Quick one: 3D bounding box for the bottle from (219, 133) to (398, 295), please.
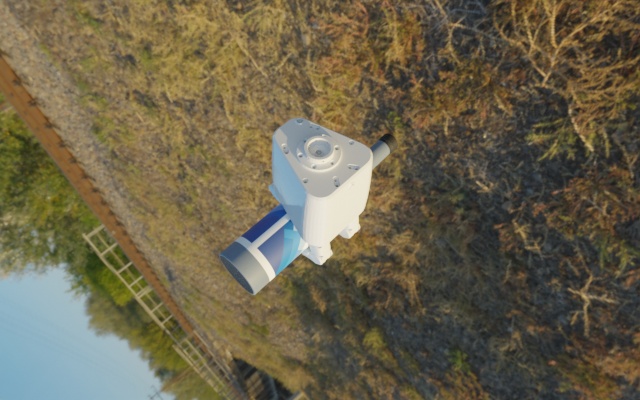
[{"bbox_3d":[0.000,0.002,0.641,0.295,0.069,0.069,-41,18,-22],"label":"bottle"}]
